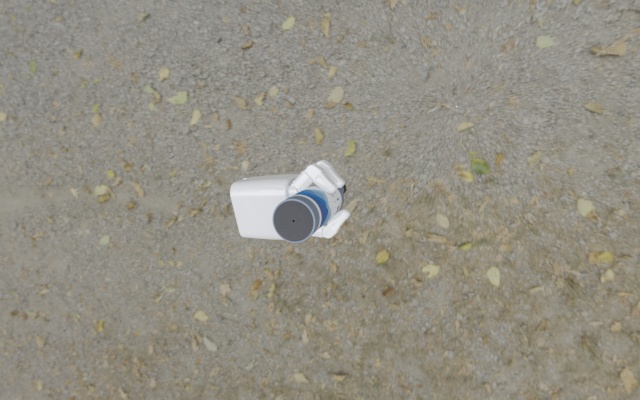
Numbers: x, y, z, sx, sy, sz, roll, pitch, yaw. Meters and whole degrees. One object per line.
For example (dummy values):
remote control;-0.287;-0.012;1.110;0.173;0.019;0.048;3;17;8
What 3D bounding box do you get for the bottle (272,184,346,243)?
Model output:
bottle;0.000;0.003;0.832;0.069;0.069;0.295;0;11;16
